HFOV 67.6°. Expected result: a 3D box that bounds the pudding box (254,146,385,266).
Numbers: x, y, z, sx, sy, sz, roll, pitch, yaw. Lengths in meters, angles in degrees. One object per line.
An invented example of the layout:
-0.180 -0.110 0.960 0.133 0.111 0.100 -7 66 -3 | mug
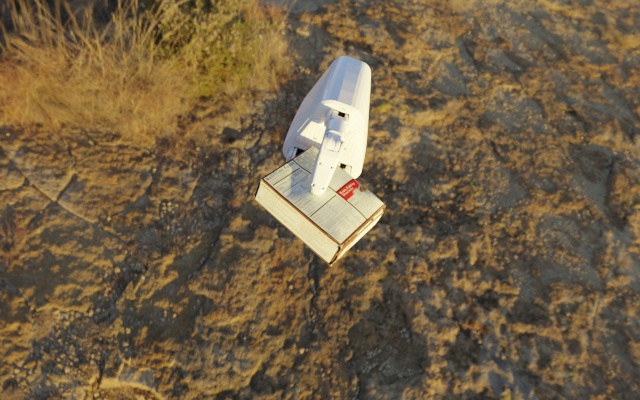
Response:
0.000 0.002 0.510 0.113 0.039 0.090 39 48 15 | pudding box
